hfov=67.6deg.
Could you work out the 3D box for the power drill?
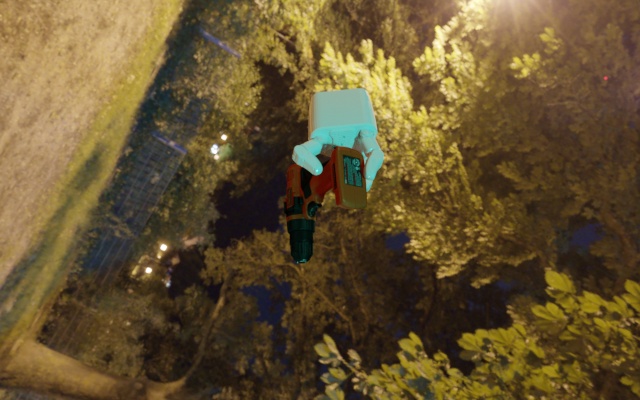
[{"bbox_3d":[0.000,0.002,0.808,0.057,0.184,0.188,8,-21,-34],"label":"power drill"}]
